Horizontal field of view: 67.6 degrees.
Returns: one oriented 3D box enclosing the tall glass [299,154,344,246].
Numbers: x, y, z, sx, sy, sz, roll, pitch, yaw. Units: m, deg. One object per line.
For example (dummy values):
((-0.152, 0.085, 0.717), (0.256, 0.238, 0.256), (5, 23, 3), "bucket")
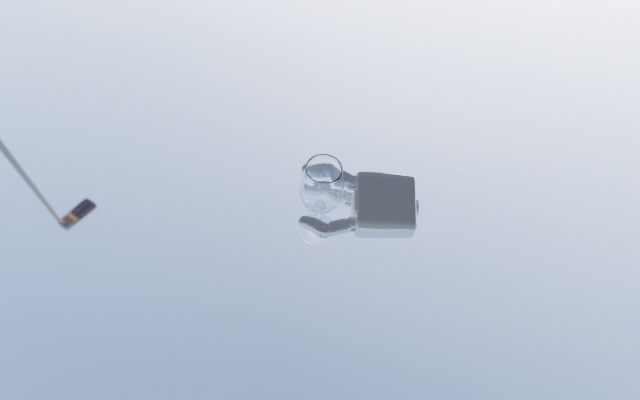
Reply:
((0.000, 0.003, 0.860), (0.079, 0.079, 0.201), (0, -34, -4), "tall glass")
